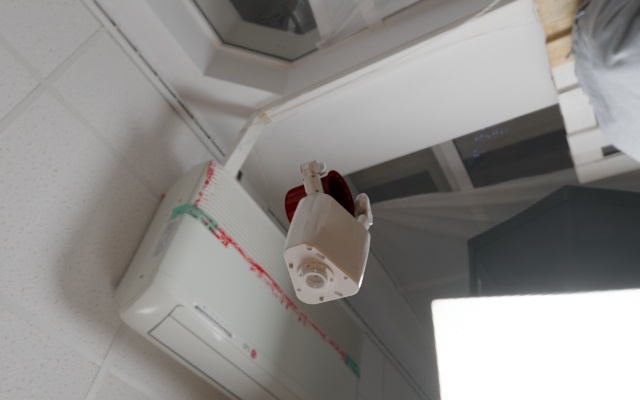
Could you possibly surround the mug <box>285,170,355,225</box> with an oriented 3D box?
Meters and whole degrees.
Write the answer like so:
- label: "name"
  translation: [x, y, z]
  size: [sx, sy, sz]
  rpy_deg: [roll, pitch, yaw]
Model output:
- label: "mug"
  translation: [0.000, 0.002, 0.751]
  size: [0.081, 0.093, 0.117]
  rpy_deg: [-19, 29, 24]
